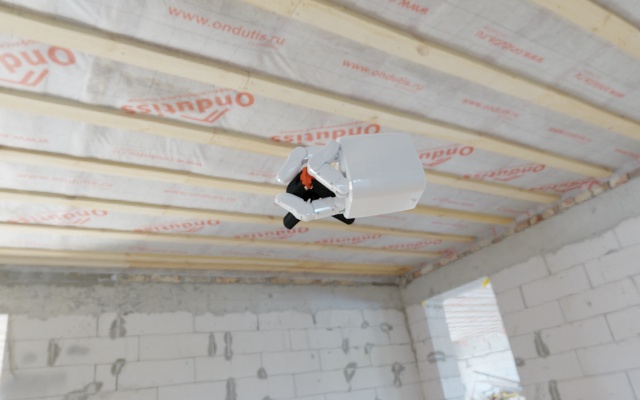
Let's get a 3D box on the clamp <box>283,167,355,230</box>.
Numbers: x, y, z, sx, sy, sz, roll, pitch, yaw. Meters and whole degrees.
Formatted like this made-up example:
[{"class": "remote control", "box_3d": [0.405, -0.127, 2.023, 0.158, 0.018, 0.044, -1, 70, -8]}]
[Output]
[{"class": "clamp", "box_3d": [0.000, 0.002, 0.742, 0.120, 0.039, 0.171, -6, -24, -6]}]
